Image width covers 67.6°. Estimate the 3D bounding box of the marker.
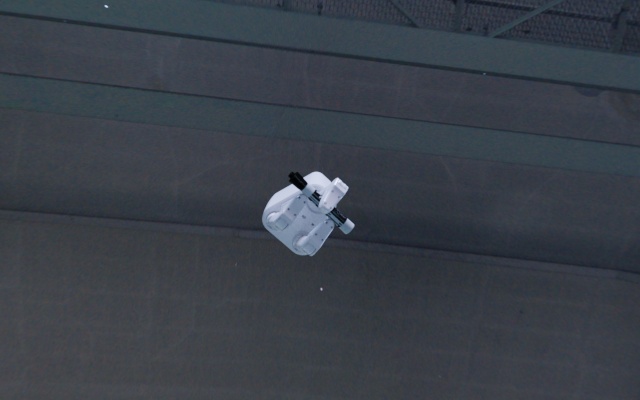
[{"bbox_3d":[0.000,0.002,0.690,0.121,0.020,0.020,43,-10,-11],"label":"marker"}]
